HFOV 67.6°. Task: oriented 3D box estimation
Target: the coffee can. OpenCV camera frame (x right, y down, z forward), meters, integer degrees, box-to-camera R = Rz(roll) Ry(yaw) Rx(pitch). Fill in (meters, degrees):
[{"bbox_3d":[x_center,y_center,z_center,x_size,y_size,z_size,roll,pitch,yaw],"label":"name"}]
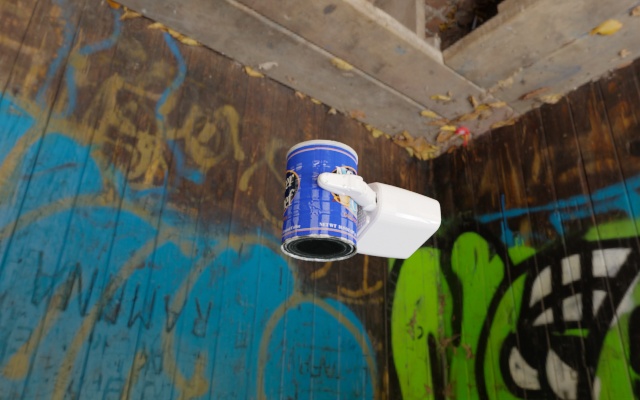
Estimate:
[{"bbox_3d":[0.000,0.002,0.661,0.103,0.140,0.103,2,-24,1],"label":"coffee can"}]
